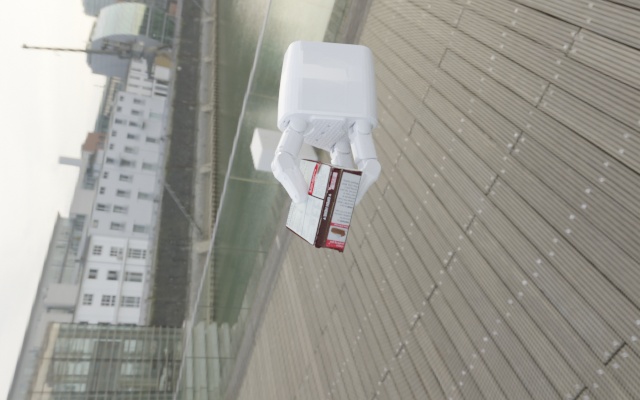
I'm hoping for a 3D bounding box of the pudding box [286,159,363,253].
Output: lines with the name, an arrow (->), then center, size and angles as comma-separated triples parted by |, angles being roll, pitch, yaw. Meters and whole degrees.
pudding box -> 0.000, 0.002, 0.542 | 0.039, 0.090, 0.113 | 11, 5, -19
